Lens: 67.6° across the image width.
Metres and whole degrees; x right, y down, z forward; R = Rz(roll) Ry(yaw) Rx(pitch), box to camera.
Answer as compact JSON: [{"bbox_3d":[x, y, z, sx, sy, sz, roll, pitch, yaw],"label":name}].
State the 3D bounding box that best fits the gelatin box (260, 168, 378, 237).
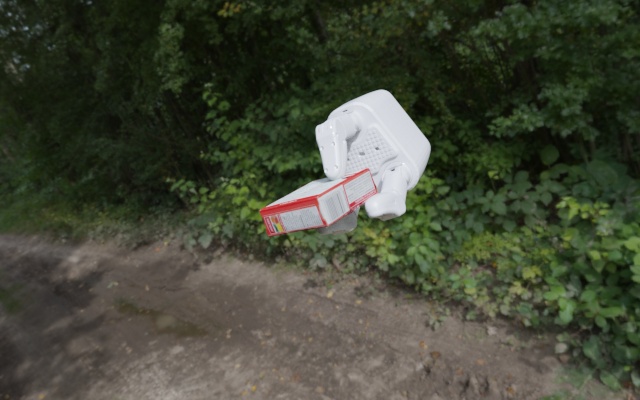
[{"bbox_3d":[0.000,0.001,0.444,0.073,0.030,0.089,-12,12,40],"label":"gelatin box"}]
